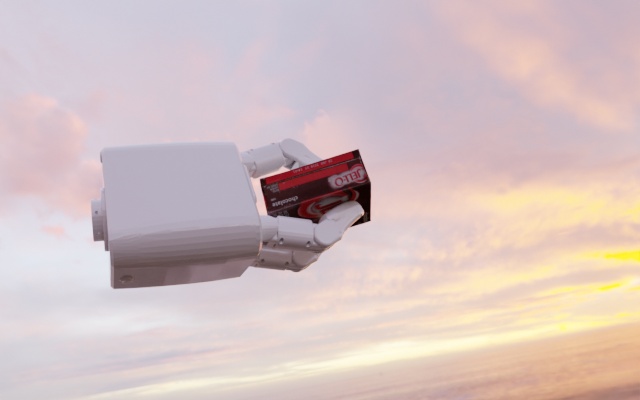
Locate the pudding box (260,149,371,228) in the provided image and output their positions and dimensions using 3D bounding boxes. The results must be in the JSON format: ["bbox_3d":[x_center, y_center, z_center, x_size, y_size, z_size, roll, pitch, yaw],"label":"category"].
[{"bbox_3d":[0.000,0.001,0.444,0.090,0.039,0.113,-16,-18,0],"label":"pudding box"}]
